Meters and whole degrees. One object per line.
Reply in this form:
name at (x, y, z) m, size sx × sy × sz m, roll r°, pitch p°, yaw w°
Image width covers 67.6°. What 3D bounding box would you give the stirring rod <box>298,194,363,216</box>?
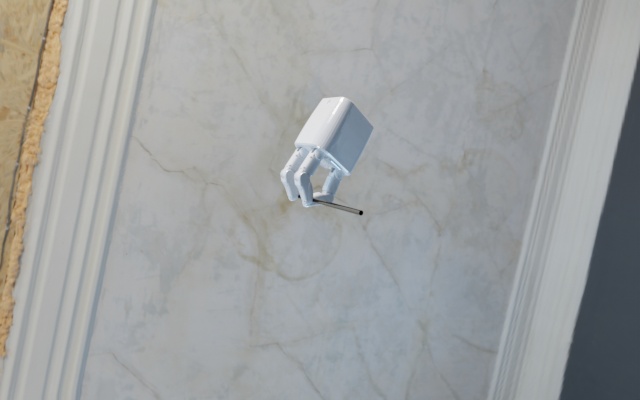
stirring rod at (0.000, 0.003, 0.819) m, size 0.011 × 0.011 × 0.239 m, roll 0°, pitch 8°, yaw -31°
